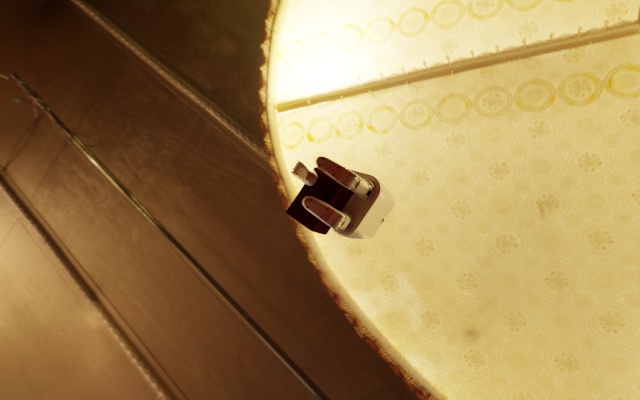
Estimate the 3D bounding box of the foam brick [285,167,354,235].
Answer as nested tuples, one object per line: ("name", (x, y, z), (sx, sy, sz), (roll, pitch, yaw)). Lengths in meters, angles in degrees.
("foam brick", (0.000, 0.002, 0.676), (0.053, 0.078, 0.051), (36, 6, 25))
